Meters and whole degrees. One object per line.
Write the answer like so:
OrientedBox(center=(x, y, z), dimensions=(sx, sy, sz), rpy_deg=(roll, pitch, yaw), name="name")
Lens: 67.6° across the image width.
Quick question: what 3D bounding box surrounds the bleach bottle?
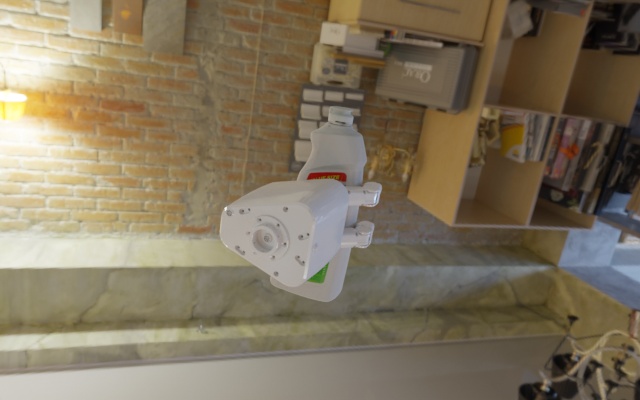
OrientedBox(center=(0.000, 0.002, 0.629), dimensions=(0.102, 0.251, 0.068), rpy_deg=(15, 18, 18), name="bleach bottle")
